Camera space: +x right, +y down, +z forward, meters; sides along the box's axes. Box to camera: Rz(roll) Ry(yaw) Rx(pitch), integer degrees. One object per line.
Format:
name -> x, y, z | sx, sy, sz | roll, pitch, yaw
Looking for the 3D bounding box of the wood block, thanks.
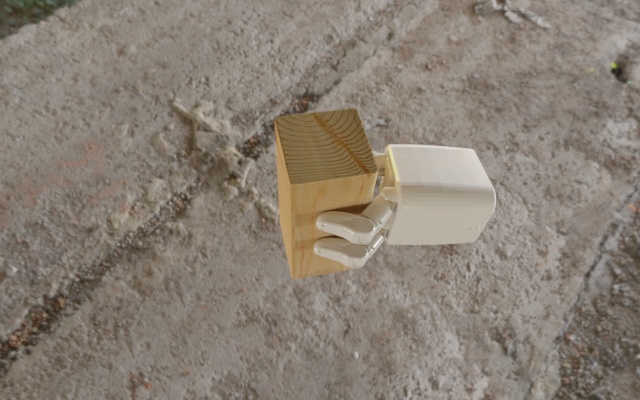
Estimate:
wood block -> 0.000, 0.001, 0.558 | 0.090, 0.090, 0.206 | -8, -34, -9
